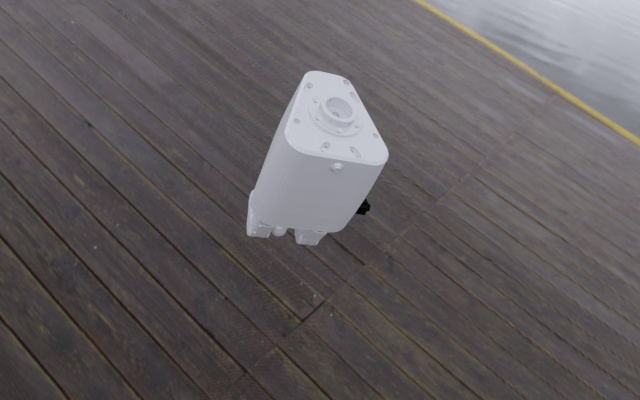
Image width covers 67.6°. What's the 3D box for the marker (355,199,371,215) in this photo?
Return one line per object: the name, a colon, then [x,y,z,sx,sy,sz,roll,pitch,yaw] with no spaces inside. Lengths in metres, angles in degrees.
marker: [0.000,0.002,0.535,0.121,0.020,0.020,7,-2,-20]
